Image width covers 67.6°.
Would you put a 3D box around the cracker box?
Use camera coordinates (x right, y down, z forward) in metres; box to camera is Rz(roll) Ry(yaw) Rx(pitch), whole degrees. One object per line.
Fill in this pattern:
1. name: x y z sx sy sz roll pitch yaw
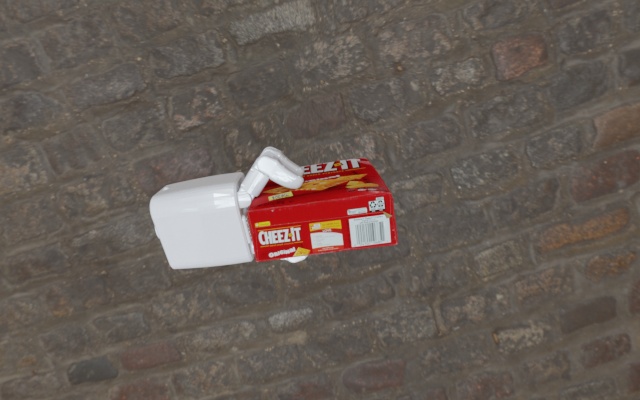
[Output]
1. cracker box: 0.000 0.002 0.627 0.164 0.072 0.213 -7 16 1
